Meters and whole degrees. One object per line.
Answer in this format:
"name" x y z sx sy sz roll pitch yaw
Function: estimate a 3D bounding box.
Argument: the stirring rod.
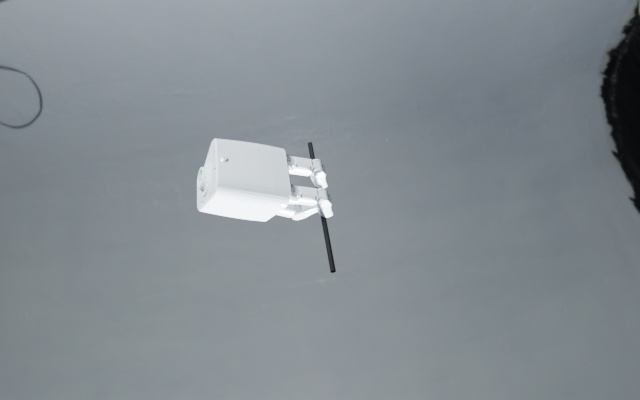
"stirring rod" 0.000 0.002 0.747 0.011 0.239 0.011 -7 -33 -5
